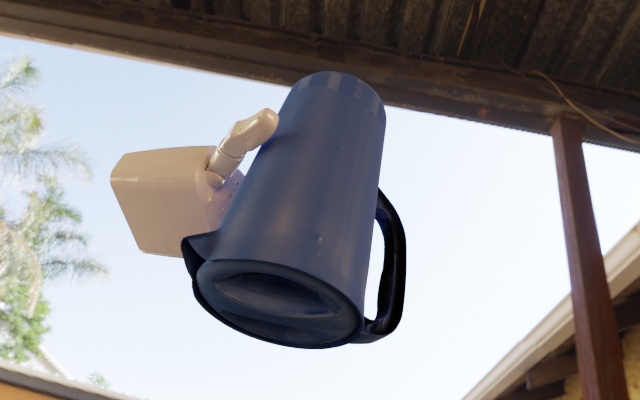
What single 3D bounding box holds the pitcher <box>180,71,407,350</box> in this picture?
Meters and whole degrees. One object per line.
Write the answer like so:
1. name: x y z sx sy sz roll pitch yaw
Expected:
1. pitcher: 0.000 0.001 0.429 0.145 0.242 0.149 -2 -42 21
